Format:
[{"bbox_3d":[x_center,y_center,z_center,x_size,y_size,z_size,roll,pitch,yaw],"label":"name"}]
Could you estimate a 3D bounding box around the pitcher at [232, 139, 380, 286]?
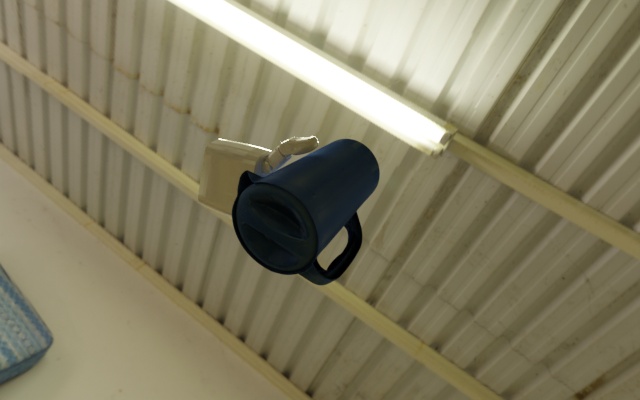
[{"bbox_3d":[0.000,0.002,0.701,0.145,0.149,0.242,15,30,25],"label":"pitcher"}]
